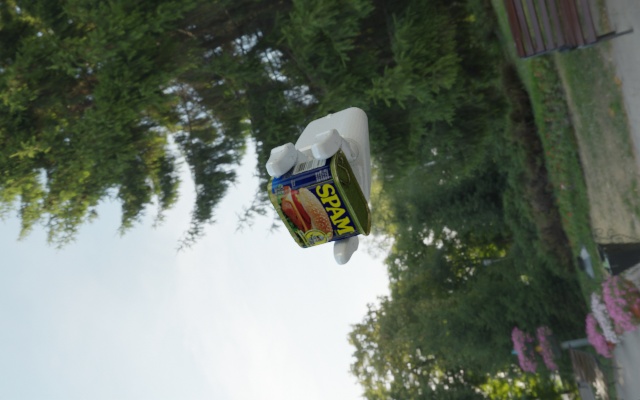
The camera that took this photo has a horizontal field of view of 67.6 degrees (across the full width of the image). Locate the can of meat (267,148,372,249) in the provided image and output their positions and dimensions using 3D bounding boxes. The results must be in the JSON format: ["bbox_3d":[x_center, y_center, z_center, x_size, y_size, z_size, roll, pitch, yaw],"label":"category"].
[{"bbox_3d":[0.000,0.002,0.540,0.084,0.102,0.057,-16,31,20],"label":"can of meat"}]
